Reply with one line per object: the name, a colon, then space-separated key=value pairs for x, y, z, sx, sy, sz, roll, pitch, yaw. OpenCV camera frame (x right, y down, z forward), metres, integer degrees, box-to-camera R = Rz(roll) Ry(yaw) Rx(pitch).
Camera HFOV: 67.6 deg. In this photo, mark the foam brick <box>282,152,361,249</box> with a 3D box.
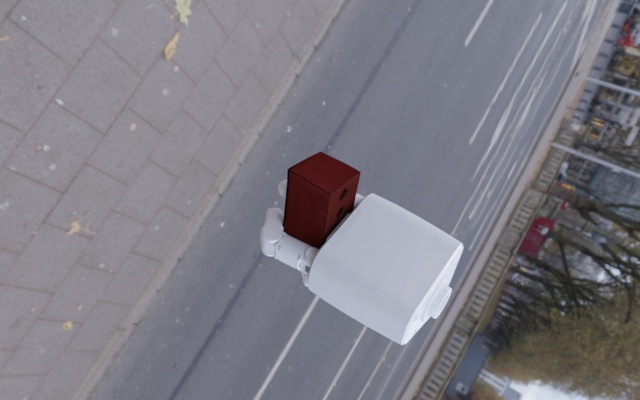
foam brick: x=0.000 y=0.001 z=0.471 sx=0.051 sy=0.078 sz=0.053 roll=29 pitch=42 yaw=25
